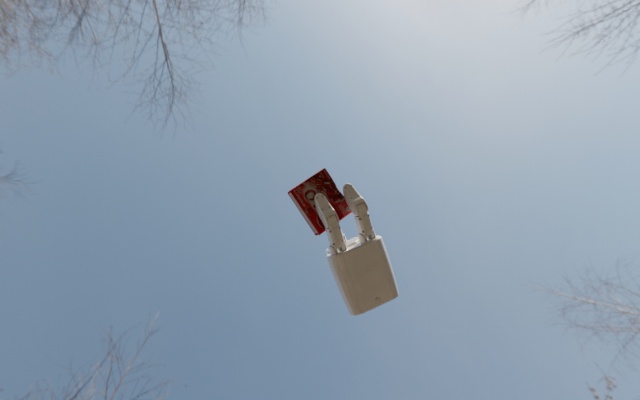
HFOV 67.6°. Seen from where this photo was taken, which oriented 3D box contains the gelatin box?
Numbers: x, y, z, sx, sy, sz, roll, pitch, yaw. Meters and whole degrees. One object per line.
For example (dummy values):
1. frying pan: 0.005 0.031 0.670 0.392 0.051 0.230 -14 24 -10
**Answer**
1. gelatin box: 0.000 0.002 0.796 0.073 0.089 0.030 -34 2 -16
